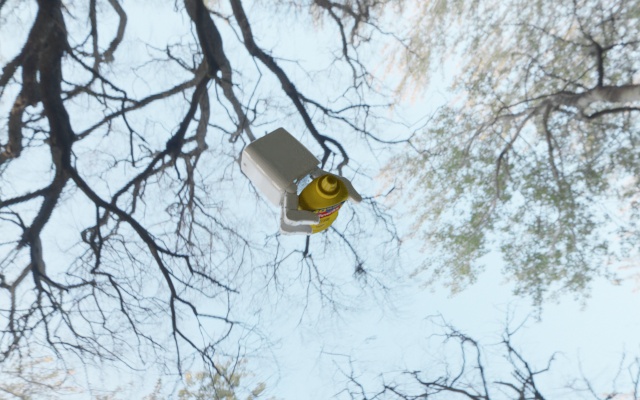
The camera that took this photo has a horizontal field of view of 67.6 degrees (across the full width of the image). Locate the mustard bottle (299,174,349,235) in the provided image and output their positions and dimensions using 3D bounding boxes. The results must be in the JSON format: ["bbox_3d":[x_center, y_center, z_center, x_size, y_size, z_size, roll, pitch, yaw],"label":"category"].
[{"bbox_3d":[0.000,0.003,0.864,0.096,0.058,0.192,-15,-20,-17],"label":"mustard bottle"}]
